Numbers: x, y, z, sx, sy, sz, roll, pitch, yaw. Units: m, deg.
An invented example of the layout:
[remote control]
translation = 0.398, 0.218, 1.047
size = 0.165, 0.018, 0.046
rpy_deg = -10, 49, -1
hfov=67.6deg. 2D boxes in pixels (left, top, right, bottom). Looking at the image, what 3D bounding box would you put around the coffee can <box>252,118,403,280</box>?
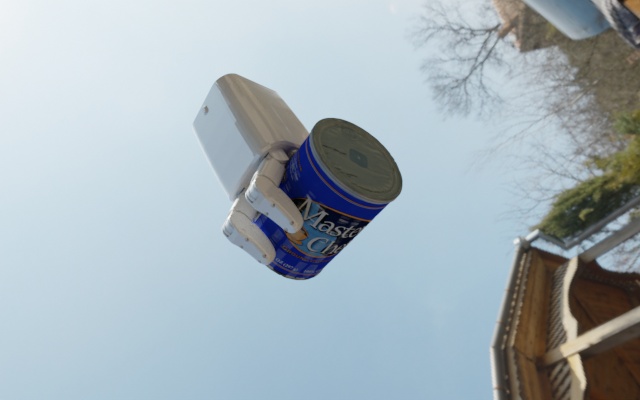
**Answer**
[coffee can]
translation = 0.000, 0.002, 0.486
size = 0.103, 0.102, 0.140
rpy_deg = 0, -38, -41
